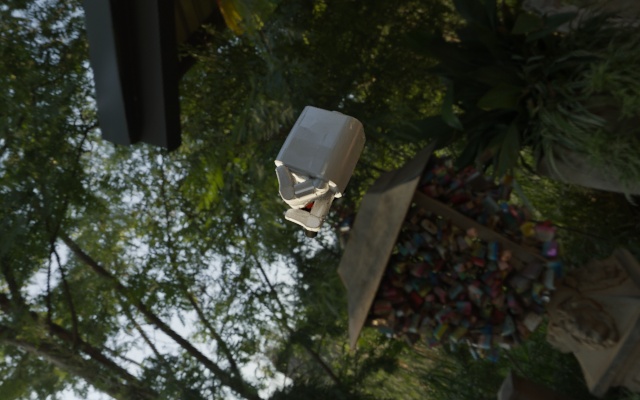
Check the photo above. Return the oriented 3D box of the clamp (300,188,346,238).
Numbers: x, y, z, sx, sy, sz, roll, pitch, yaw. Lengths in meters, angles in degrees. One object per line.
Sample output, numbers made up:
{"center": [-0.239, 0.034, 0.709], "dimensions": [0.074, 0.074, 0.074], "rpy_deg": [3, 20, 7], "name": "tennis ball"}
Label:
{"center": [0.000, 0.002, 0.834], "dimensions": [0.039, 0.120, 0.171], "rpy_deg": [28, -8, 12], "name": "clamp"}
